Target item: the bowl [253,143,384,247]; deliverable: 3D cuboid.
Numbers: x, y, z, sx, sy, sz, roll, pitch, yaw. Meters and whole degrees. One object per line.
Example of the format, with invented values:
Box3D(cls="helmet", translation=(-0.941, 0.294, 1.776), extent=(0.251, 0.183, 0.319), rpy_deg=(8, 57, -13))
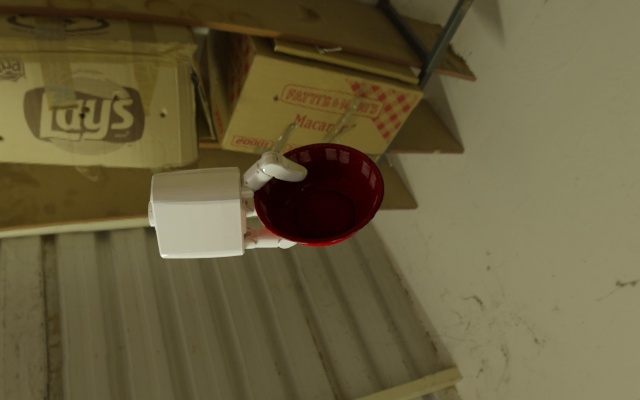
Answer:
Box3D(cls="bowl", translation=(0.001, 0.002, 0.604), extent=(0.162, 0.162, 0.055), rpy_deg=(0, -39, 10))
